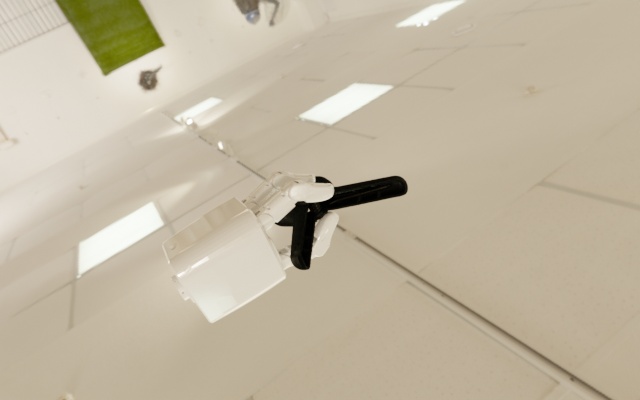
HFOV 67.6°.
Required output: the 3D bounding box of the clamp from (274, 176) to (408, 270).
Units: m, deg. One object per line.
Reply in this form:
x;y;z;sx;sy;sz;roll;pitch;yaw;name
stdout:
0.000;0.003;0.606;0.164;0.036;0.210;-32;25;-14;clamp
